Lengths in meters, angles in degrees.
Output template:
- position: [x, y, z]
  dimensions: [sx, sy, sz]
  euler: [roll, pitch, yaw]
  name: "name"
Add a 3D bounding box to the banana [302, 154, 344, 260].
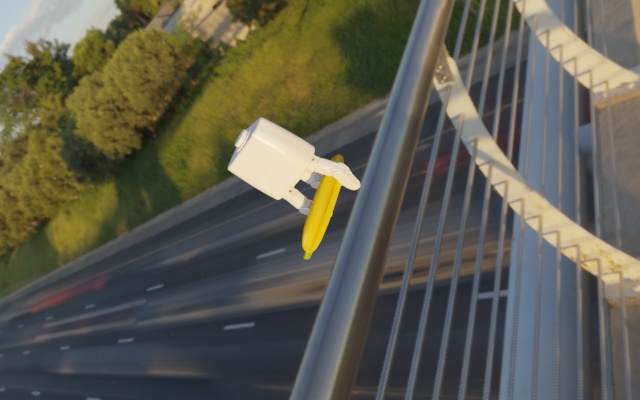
- position: [0.003, 0.004, 0.824]
  dimensions: [0.037, 0.197, 0.069]
  euler: [22, -10, -10]
  name: "banana"
